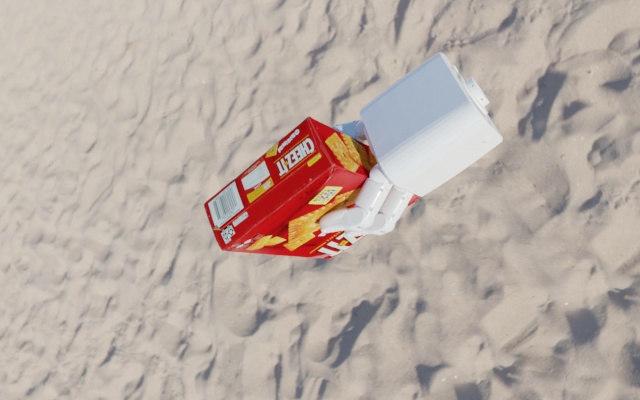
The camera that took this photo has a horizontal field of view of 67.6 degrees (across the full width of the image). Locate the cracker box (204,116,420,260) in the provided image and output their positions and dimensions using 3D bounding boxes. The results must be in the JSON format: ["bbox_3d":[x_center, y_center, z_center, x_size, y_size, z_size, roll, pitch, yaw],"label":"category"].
[{"bbox_3d":[0.000,0.002,0.566,0.164,0.072,0.214,-36,-27,24],"label":"cracker box"}]
